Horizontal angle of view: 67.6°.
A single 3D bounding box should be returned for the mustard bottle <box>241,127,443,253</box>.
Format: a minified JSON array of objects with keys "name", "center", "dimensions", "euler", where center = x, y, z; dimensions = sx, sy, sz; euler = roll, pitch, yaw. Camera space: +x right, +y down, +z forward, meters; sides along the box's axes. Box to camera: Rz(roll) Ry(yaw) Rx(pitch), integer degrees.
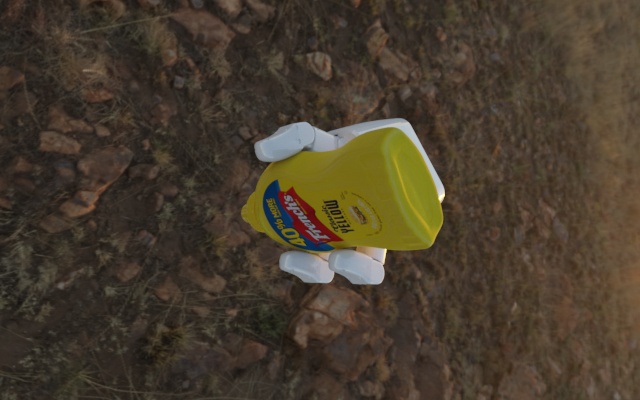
[{"name":"mustard bottle","center":[0.000,0.001,0.410],"dimensions":[0.191,0.096,0.058],"euler":[-8,34,41]}]
